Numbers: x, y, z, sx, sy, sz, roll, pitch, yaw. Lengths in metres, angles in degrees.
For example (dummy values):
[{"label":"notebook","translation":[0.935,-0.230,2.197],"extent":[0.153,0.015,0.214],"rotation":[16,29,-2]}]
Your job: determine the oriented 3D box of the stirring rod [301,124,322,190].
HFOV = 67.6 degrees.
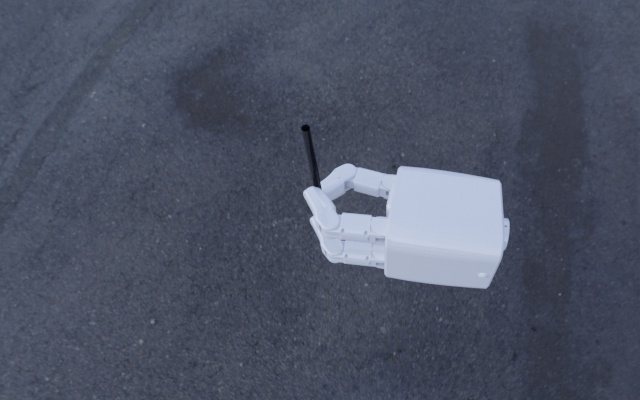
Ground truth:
[{"label":"stirring rod","translation":[0.000,0.002,0.518],"extent":[0.011,0.011,0.240],"rotation":[0,-33,7]}]
